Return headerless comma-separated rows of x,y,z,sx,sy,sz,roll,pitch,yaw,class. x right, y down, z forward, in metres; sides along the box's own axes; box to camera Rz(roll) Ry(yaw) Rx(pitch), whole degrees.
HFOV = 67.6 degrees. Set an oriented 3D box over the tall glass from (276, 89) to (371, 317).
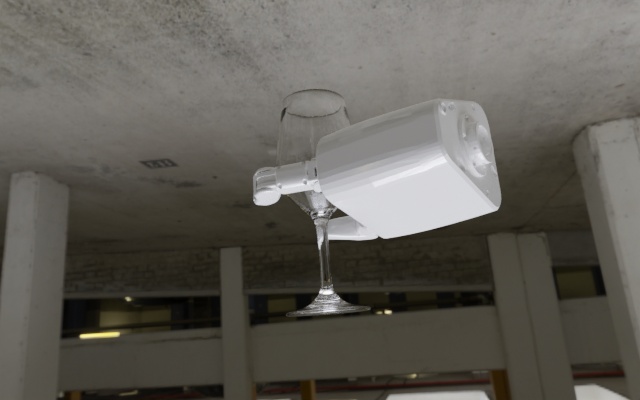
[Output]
0.000,0.002,0.440,0.079,0.201,0.079,-4,-15,-1,tall glass
